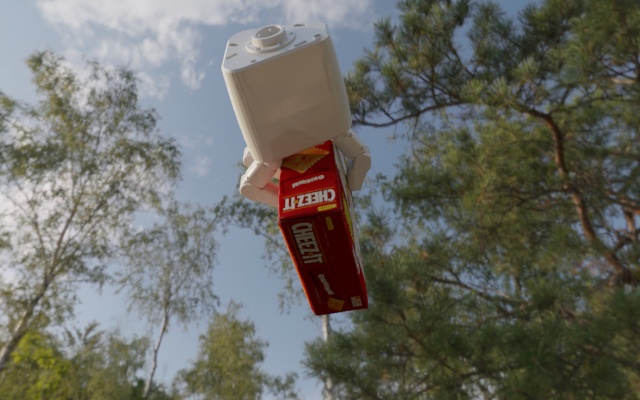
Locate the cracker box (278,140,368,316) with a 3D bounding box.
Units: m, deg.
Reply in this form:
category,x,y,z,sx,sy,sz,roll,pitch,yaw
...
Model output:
category,x,y,z,sx,sy,sz,roll,pitch,yaw
cracker box,0.000,0.002,0.573,0.072,0.164,0.213,-12,41,7
